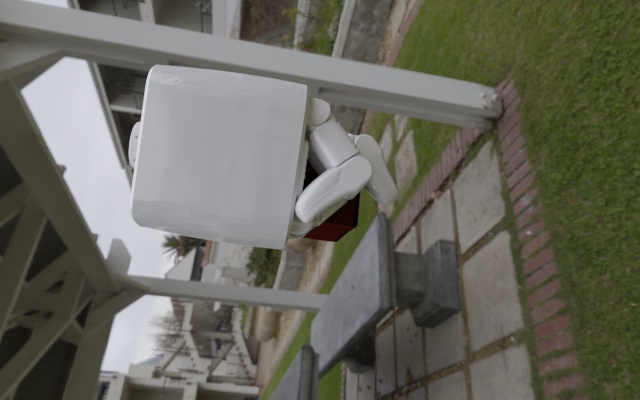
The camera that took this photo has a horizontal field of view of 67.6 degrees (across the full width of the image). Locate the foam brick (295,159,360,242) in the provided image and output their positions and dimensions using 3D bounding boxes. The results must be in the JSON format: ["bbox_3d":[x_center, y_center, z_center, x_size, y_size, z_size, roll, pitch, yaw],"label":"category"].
[{"bbox_3d":[0.000,0.002,0.409,0.051,0.053,0.078,8,-16,-8],"label":"foam brick"}]
